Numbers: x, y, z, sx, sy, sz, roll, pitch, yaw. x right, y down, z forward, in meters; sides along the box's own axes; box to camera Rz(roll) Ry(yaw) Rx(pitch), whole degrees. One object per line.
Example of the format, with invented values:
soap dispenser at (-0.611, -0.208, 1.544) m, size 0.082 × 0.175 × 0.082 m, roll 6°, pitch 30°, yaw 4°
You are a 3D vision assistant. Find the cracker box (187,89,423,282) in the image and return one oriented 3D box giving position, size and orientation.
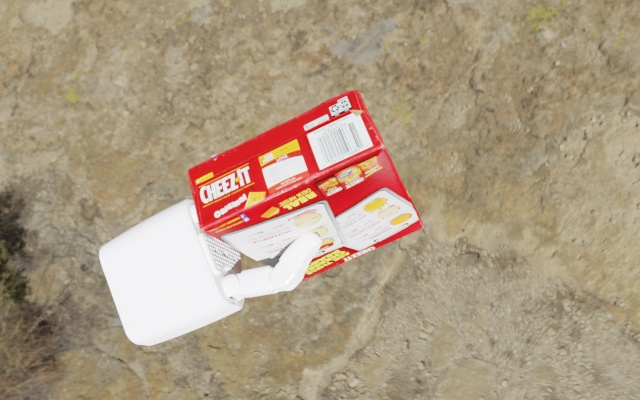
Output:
cracker box at (0.000, 0.002, 0.474) m, size 0.164 × 0.072 × 0.214 m, roll -25°, pitch -26°, yaw 10°
